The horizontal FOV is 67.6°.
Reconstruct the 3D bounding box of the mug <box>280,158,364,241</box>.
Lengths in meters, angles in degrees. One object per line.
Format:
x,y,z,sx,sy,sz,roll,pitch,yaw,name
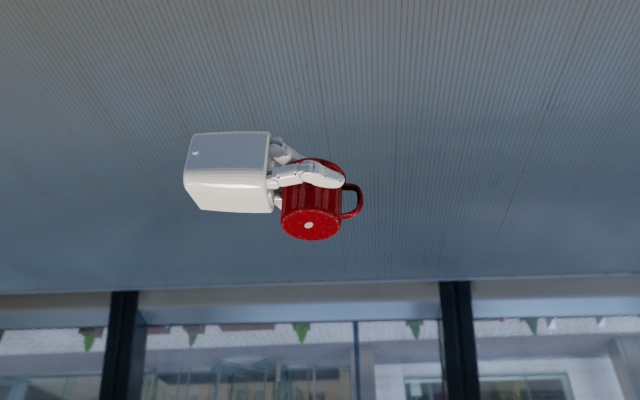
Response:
0.002,0.002,0.653,0.117,0.081,0.093,0,-35,3,mug
